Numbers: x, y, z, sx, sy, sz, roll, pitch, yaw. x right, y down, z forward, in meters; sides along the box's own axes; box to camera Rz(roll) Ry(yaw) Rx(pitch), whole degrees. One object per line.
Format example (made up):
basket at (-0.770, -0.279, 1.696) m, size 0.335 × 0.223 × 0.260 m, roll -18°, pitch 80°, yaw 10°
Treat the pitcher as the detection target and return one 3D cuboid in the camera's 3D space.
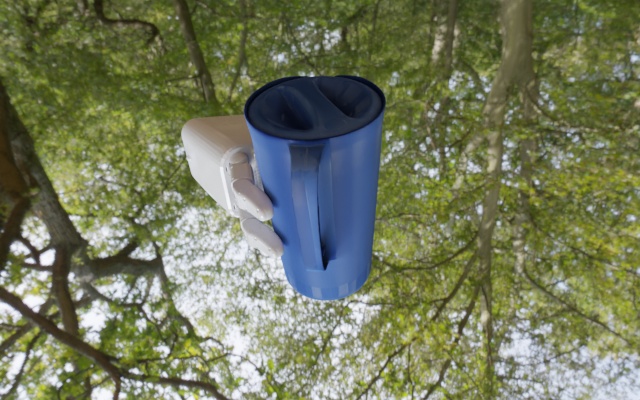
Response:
pitcher at (0.000, 0.002, 0.513) m, size 0.149 × 0.243 × 0.145 m, roll -31°, pitch 46°, yaw -29°
